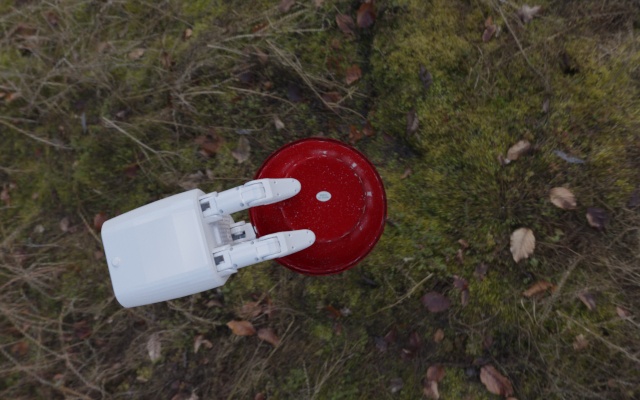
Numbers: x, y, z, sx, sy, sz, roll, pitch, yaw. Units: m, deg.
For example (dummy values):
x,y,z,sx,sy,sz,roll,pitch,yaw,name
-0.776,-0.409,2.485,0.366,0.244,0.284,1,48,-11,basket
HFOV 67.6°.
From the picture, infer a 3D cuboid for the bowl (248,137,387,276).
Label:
x,y,z,sx,sy,sz,roll,pitch,yaw,name
0.001,0.001,0.525,0.162,0.162,0.055,0,-8,-5,bowl
